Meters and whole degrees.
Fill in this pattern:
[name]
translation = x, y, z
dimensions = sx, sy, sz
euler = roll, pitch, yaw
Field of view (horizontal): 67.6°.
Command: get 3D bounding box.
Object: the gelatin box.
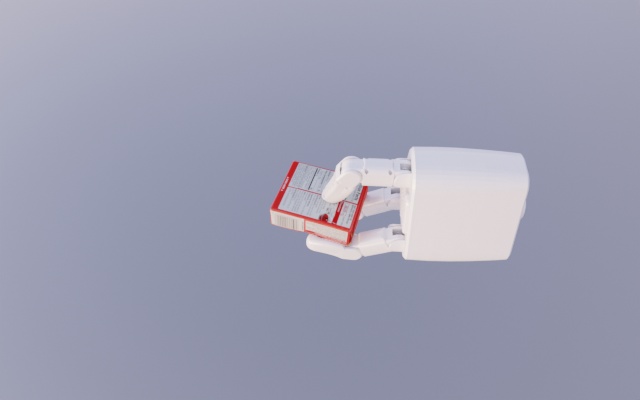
[gelatin box]
translation = 0.000, 0.001, 0.508
dimensions = 0.089, 0.073, 0.030
euler = 15, -37, 8
